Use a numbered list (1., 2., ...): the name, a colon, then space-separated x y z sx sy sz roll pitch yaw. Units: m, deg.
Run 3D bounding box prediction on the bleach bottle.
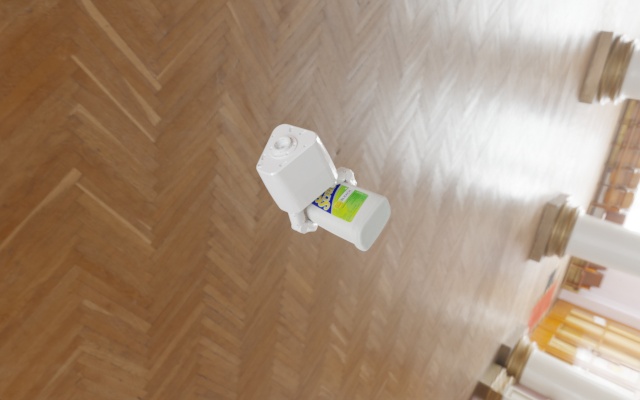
1. bleach bottle: 0.000 0.003 0.891 0.250 0.102 0.068 21 -28 34
